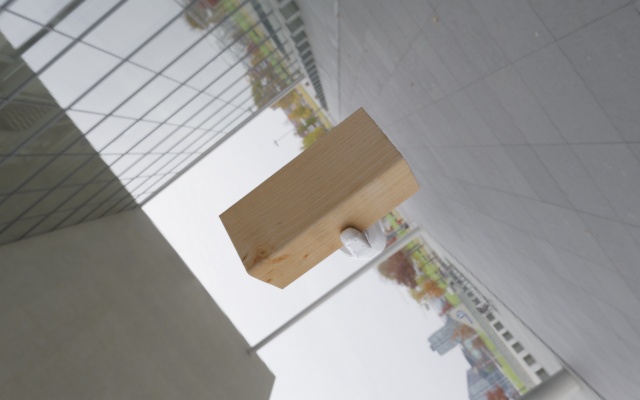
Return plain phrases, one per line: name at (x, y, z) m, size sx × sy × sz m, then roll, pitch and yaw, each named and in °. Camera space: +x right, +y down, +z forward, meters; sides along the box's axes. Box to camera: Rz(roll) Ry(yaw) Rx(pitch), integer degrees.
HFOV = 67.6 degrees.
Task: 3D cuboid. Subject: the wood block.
wood block at (0.000, 0.002, 0.556) m, size 0.206 × 0.090 × 0.090 m, roll -37°, pitch -30°, yaw 6°
